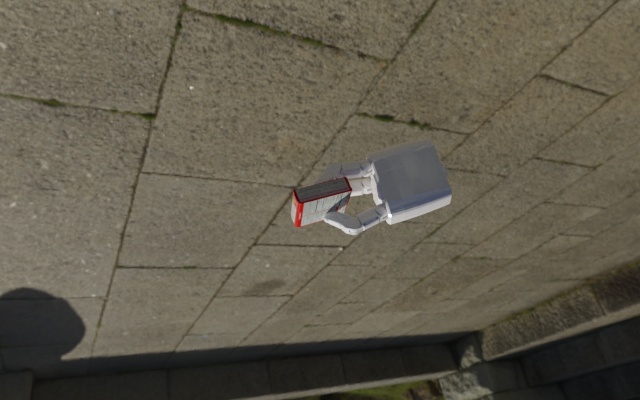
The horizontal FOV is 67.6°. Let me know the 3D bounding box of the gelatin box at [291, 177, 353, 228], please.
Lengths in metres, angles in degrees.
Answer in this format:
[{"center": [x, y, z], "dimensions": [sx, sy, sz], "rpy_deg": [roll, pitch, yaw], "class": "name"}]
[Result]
[{"center": [0.000, 0.003, 0.747], "dimensions": [0.089, 0.030, 0.073], "rpy_deg": [-16, -29, -17], "class": "gelatin box"}]
